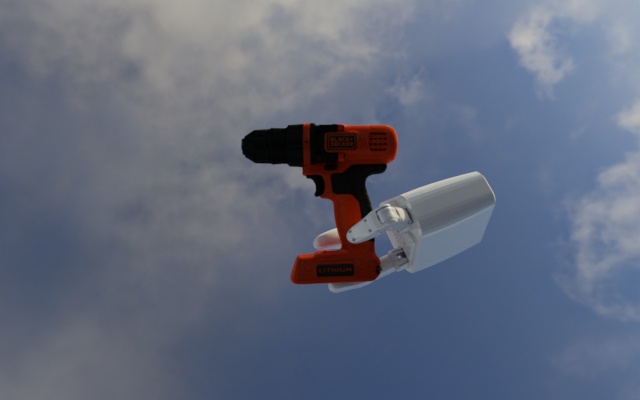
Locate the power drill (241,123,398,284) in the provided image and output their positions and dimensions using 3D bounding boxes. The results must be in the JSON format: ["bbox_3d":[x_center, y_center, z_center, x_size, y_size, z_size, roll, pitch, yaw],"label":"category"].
[{"bbox_3d":[0.000,0.002,0.561,0.184,0.187,0.057,-1,-1,2],"label":"power drill"}]
